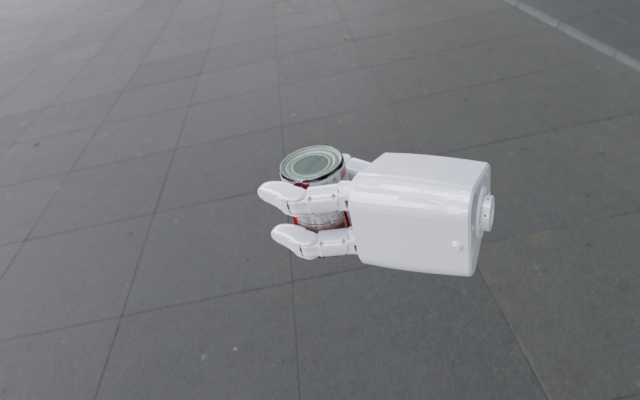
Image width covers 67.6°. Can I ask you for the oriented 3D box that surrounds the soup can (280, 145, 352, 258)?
[{"bbox_3d":[0.000,0.001,0.507,0.068,0.102,0.068,-9,35,6],"label":"soup can"}]
